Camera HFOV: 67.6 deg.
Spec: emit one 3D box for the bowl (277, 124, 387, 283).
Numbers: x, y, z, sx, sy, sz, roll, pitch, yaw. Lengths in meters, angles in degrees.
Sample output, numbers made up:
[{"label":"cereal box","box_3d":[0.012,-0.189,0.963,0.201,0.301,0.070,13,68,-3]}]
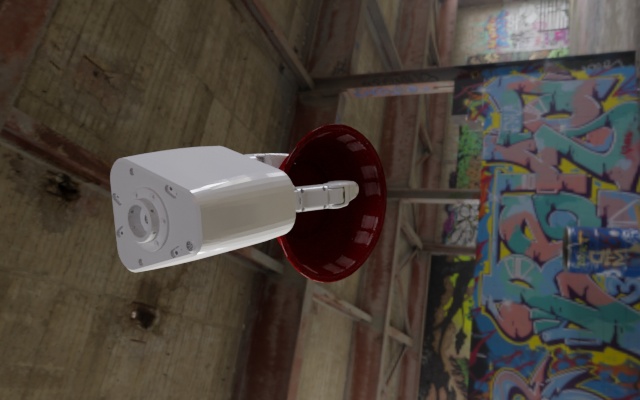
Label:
[{"label":"bowl","box_3d":[0.001,0.002,0.505,0.162,0.162,0.055,0,5,-44]}]
